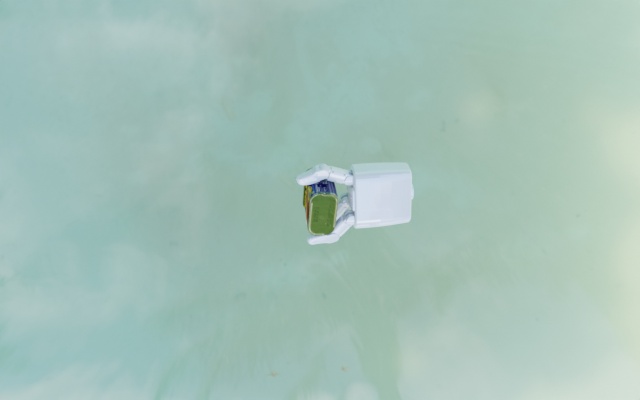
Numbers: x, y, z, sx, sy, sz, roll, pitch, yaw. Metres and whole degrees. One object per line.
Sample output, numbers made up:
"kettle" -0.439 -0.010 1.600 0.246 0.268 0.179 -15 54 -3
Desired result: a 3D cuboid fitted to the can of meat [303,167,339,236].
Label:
"can of meat" 0.000 0.003 0.888 0.057 0.102 0.084 -1 37 -8
